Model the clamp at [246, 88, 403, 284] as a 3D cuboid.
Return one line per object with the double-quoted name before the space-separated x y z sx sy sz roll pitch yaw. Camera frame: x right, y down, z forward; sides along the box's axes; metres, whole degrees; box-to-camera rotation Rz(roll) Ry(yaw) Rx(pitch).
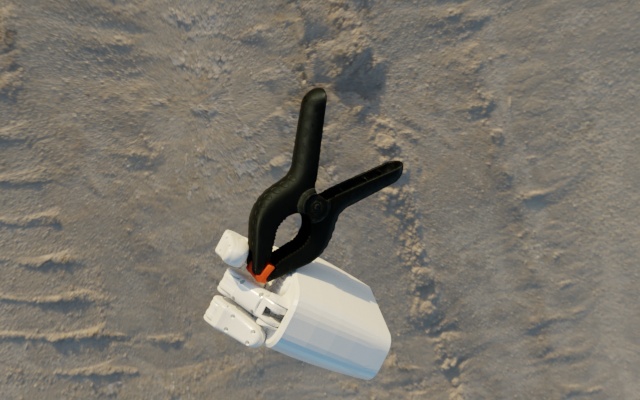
"clamp" 0.000 0.002 0.427 0.120 0.171 0.039 28 3 -22
